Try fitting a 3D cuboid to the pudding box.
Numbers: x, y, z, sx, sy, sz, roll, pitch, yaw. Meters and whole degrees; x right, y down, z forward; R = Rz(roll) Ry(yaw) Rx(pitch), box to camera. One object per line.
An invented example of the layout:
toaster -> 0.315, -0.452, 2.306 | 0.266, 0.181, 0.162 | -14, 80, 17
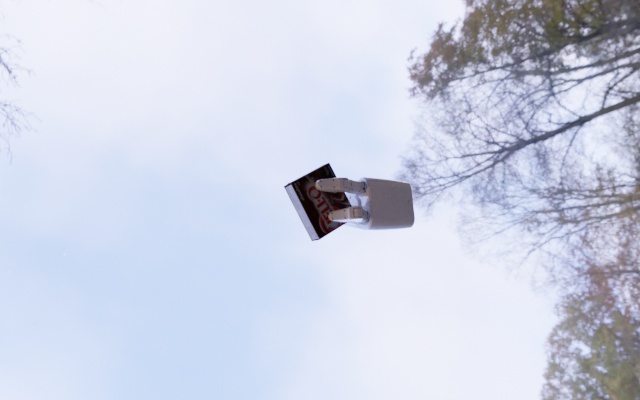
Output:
pudding box -> 0.000, 0.003, 0.848 | 0.090, 0.113, 0.039 | -30, 3, -31
